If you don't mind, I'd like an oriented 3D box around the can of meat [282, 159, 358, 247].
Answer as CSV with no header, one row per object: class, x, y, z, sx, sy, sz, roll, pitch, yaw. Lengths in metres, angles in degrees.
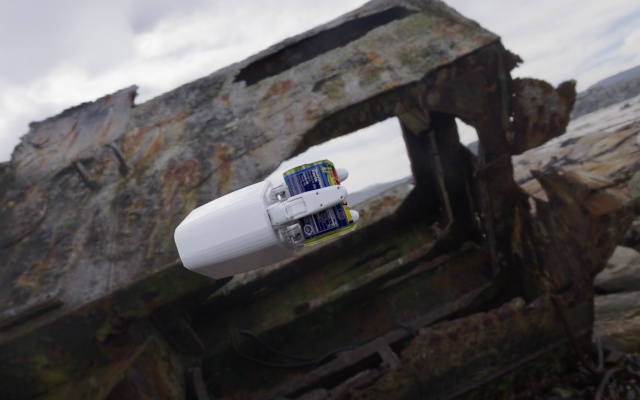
can of meat,0.000,0.001,0.542,0.057,0.084,0.102,-20,-2,7
